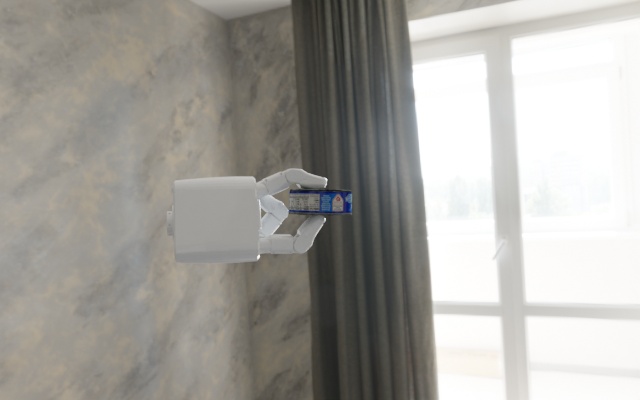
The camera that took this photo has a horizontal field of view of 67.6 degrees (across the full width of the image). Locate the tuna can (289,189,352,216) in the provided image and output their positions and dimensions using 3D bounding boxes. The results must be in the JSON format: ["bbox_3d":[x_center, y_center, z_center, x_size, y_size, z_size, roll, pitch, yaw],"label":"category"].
[{"bbox_3d":[0.000,0.002,0.642,0.086,0.034,0.086,1,0,0],"label":"tuna can"}]
